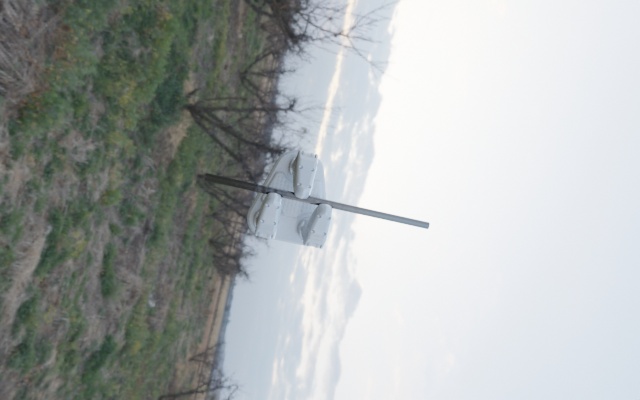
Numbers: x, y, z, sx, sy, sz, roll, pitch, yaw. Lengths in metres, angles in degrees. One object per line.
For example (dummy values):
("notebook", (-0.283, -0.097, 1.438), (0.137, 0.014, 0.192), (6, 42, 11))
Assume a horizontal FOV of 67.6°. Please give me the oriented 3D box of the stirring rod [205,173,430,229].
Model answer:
("stirring rod", (0.000, 0.002, 0.499), (0.239, 0.011, 0.011), (12, -2, -8))
